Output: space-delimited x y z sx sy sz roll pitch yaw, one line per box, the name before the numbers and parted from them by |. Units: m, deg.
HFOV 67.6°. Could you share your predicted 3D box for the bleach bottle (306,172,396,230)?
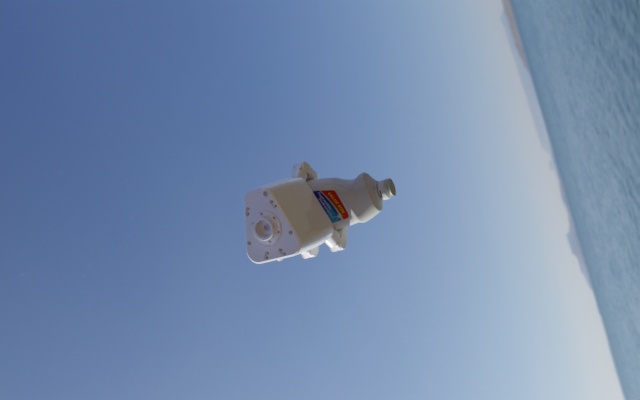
bleach bottle | 0.000 0.003 0.789 0.251 0.102 0.068 -16 1 26
